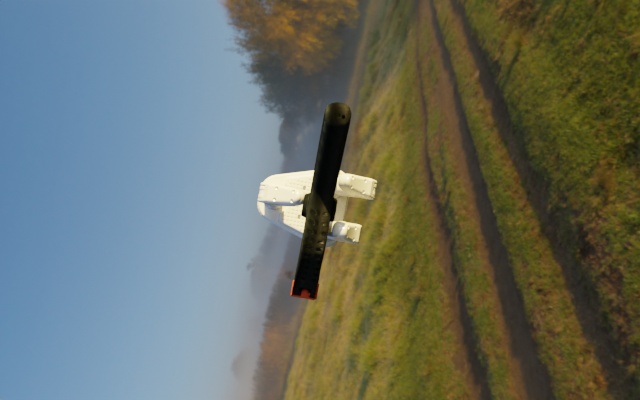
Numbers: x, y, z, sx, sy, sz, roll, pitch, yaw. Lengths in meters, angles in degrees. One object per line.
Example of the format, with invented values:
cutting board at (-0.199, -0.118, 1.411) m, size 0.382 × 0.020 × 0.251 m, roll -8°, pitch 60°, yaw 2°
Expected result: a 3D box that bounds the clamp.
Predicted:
clamp at (-0.001, 0.002, 0.503) m, size 0.036 × 0.210 × 0.164 m, roll 10°, pitch -4°, yaw 0°
